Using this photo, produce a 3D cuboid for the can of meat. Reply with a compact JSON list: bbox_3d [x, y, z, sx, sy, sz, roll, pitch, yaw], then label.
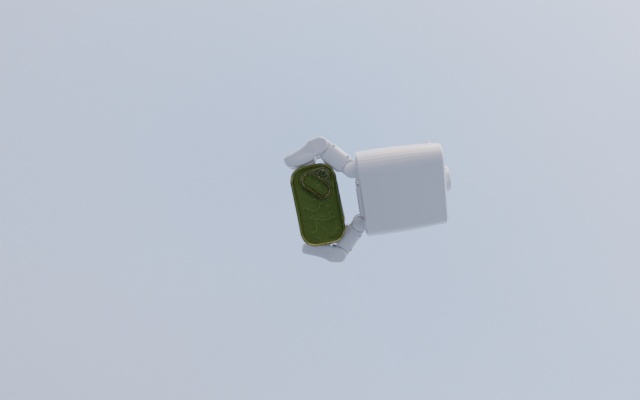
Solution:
[{"bbox_3d":[0.000,0.002,0.631,0.057,0.102,0.084,-11,4,6],"label":"can of meat"}]
